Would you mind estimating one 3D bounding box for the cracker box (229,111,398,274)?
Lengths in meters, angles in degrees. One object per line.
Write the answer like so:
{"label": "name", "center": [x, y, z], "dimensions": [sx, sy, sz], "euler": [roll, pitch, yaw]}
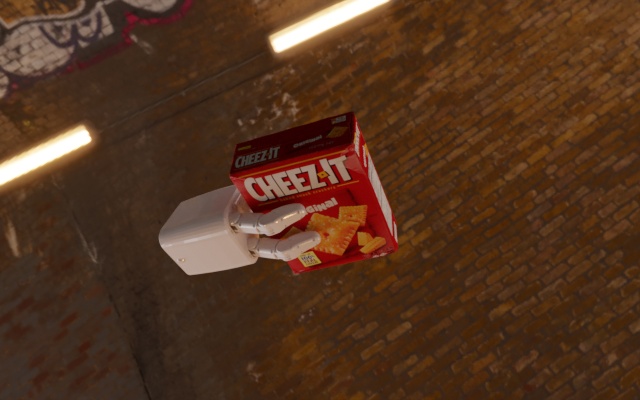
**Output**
{"label": "cracker box", "center": [0.000, 0.002, 0.648], "dimensions": [0.164, 0.072, 0.214], "euler": [-14, -46, 16]}
